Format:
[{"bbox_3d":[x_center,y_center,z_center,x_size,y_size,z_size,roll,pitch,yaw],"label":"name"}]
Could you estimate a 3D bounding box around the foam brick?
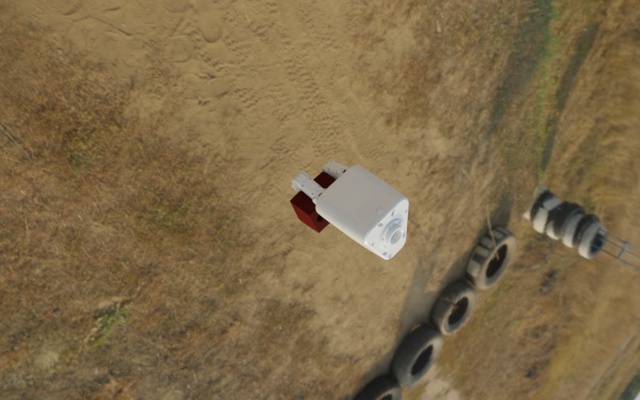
[{"bbox_3d":[0.000,0.003,0.772,0.051,0.078,0.053,36,-18,38],"label":"foam brick"}]
